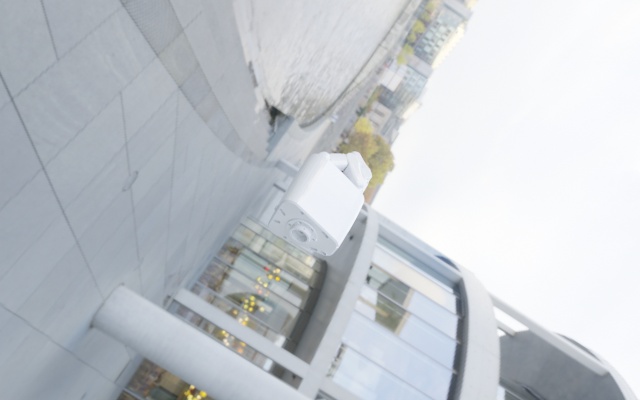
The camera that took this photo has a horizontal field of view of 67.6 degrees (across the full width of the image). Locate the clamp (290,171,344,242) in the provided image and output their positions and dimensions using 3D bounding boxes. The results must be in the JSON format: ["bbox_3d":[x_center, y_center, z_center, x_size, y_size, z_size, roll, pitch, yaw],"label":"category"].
[{"bbox_3d":[0.001,0.003,0.819,0.039,0.120,0.171,33,-40,-3],"label":"clamp"}]
